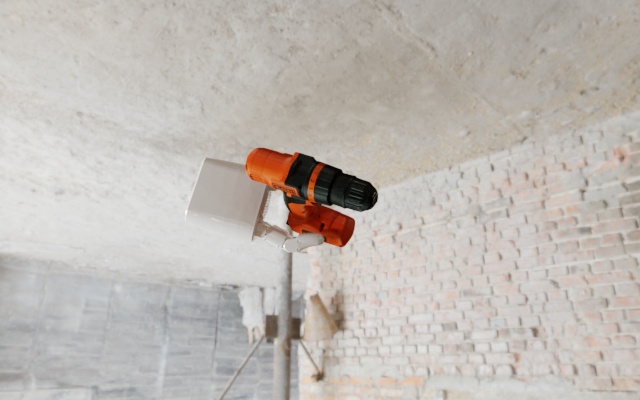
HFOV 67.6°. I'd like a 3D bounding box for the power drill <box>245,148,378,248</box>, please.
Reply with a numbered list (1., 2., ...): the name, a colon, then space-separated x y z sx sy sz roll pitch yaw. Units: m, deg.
1. power drill: 0.000 0.002 0.675 0.184 0.057 0.188 20 -22 21
